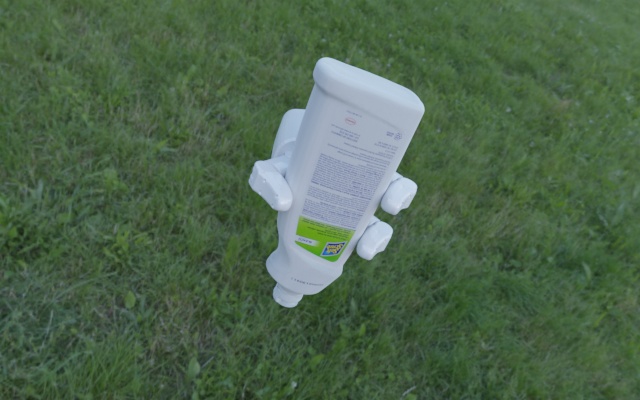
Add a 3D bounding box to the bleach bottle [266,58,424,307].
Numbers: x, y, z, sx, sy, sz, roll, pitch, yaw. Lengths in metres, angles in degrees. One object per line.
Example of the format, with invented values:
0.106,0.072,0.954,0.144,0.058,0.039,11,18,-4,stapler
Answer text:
0.000,0.002,0.461,0.102,0.251,0.068,18,27,-12,bleach bottle
